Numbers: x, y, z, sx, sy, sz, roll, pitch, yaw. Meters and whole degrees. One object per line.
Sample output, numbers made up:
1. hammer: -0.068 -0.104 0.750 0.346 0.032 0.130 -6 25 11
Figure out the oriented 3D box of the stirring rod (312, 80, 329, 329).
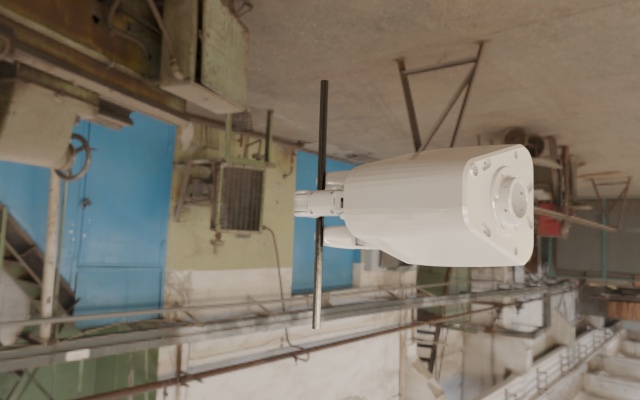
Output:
1. stirring rod: 0.000 0.001 0.462 0.011 0.239 0.011 2 -5 0
